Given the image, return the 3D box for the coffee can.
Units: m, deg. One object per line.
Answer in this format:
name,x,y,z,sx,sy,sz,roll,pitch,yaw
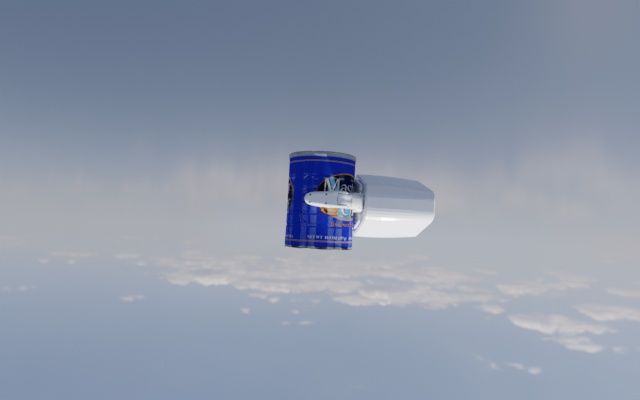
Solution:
coffee can,0.000,0.002,0.724,0.103,0.140,0.103,3,-4,0
